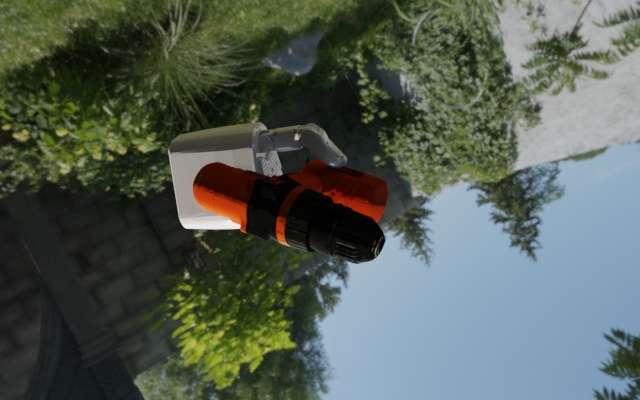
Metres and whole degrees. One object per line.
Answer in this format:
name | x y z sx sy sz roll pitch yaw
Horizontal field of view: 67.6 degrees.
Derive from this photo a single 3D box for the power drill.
power drill | 0.000 0.001 0.468 0.184 0.057 0.187 21 14 24
